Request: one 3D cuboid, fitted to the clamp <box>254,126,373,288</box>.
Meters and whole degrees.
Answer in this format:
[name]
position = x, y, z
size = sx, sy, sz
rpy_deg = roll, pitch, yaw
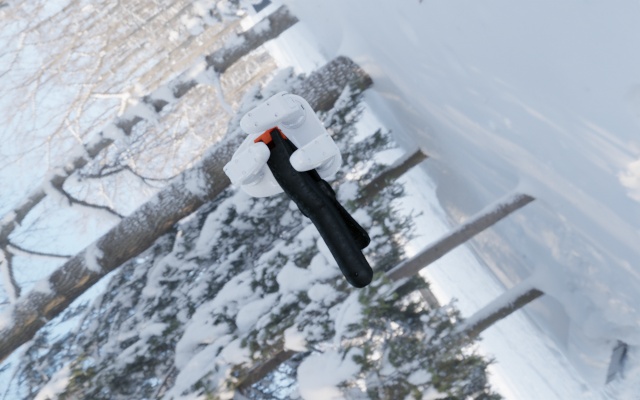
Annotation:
[clamp]
position = -0.001, 0.002, 0.477
size = 0.039, 0.171, 0.120
rpy_deg = -33, -1, 6
